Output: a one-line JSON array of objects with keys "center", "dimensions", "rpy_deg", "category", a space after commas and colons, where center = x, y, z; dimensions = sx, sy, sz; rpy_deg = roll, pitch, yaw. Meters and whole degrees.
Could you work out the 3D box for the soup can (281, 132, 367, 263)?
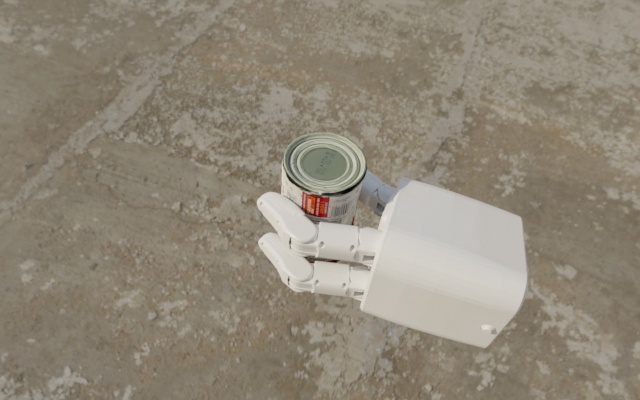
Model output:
[{"center": [0.000, 0.001, 0.406], "dimensions": [0.068, 0.068, 0.102], "rpy_deg": [0, -39, -5], "category": "soup can"}]
